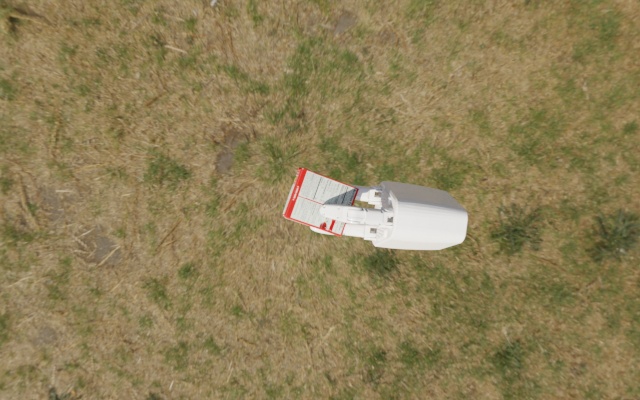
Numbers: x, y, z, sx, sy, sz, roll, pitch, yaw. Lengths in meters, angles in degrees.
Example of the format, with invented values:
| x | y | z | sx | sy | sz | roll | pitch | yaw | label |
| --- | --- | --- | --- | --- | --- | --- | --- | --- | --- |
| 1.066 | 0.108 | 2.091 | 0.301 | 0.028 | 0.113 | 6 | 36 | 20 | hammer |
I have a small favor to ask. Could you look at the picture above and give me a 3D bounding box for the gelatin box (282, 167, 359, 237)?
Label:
| x | y | z | sx | sy | sz | roll | pitch | yaw | label |
| --- | --- | --- | --- | --- | --- | --- | --- | --- | --- |
| 0.000 | 0.002 | 0.671 | 0.089 | 0.073 | 0.030 | 20 | 1 | -13 | gelatin box |
